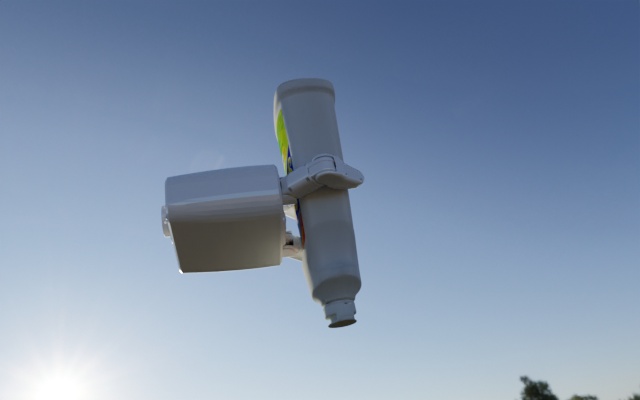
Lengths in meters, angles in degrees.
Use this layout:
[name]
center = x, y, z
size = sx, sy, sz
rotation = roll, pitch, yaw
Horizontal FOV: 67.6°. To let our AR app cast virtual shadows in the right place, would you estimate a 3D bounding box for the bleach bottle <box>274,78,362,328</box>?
[bleach bottle]
center = 0.000, 0.002, 0.495
size = 0.068, 0.250, 0.103
rotation = -6, -27, -10
